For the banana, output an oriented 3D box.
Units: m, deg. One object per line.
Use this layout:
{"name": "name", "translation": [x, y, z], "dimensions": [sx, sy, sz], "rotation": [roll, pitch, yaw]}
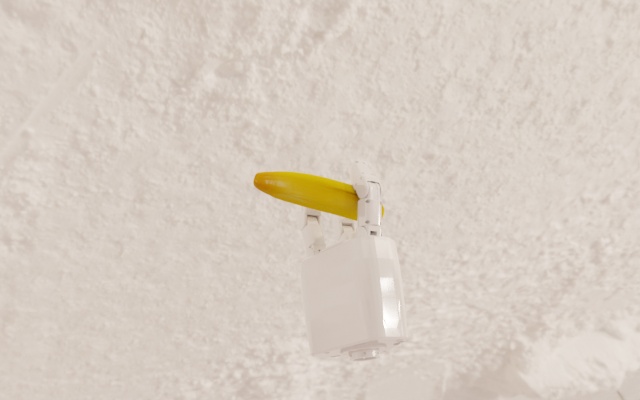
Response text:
{"name": "banana", "translation": [0.016, 0.001, 0.549], "dimensions": [0.069, 0.037, 0.198], "rotation": [-8, -18, 42]}
